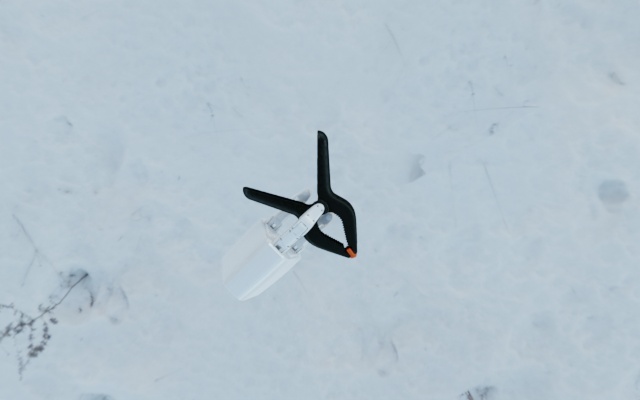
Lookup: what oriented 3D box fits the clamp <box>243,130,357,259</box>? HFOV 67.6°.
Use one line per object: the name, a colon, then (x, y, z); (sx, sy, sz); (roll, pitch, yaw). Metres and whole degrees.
clamp: (0.000, 0.003, 0.781); (0.164, 0.210, 0.036); (-43, 7, 8)
